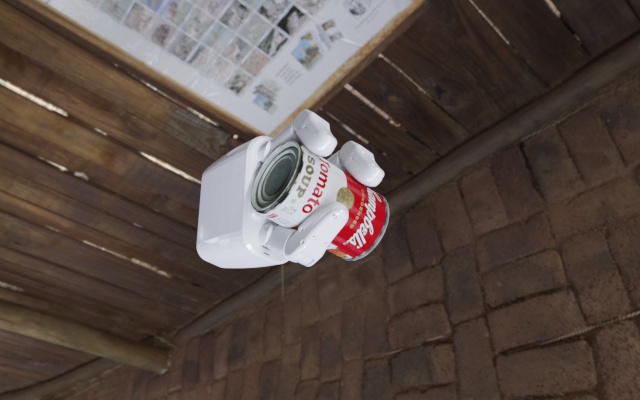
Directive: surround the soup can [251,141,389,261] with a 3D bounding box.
[{"bbox_3d":[0.000,0.001,0.411,0.102,0.068,0.068,31,-17,-31],"label":"soup can"}]
